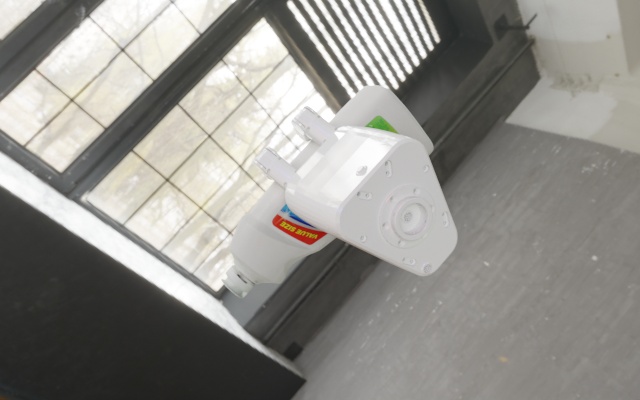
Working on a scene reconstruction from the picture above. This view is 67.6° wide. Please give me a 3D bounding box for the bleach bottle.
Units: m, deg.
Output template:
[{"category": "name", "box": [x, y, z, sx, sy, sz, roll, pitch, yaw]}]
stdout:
[{"category": "bleach bottle", "box": [0.000, 0.002, 0.495, 0.103, 0.251, 0.068, 46, -8, -26]}]
